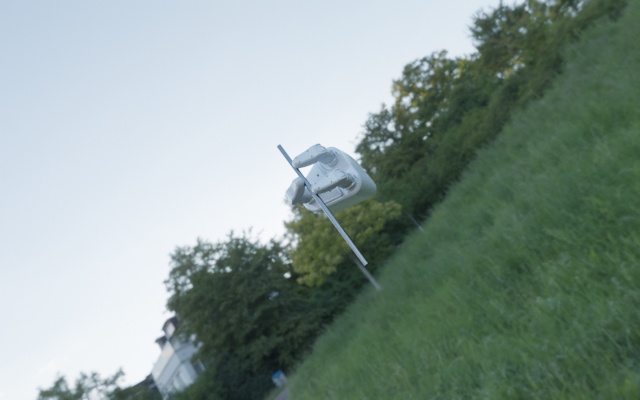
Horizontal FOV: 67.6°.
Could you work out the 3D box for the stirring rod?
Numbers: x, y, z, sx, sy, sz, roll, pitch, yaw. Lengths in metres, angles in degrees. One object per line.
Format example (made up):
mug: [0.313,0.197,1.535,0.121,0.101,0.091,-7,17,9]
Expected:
stirring rod: [0.000,0.003,0.740,0.011,0.239,0.011,-32,-19,-12]
